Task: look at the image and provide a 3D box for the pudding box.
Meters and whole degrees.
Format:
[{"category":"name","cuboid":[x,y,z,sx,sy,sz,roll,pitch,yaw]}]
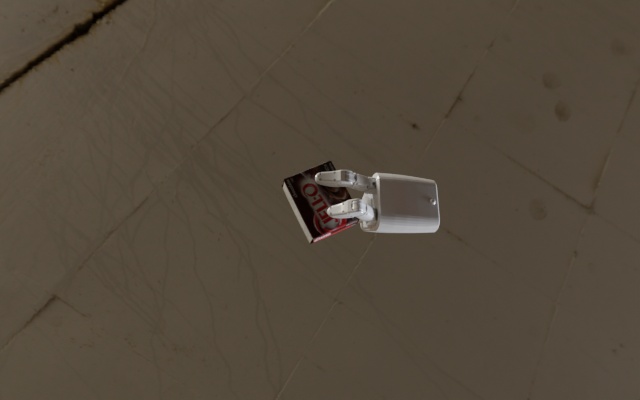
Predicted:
[{"category":"pudding box","cuboid":[0.000,0.003,0.778,0.090,0.113,0.039,-23,-15,-19]}]
